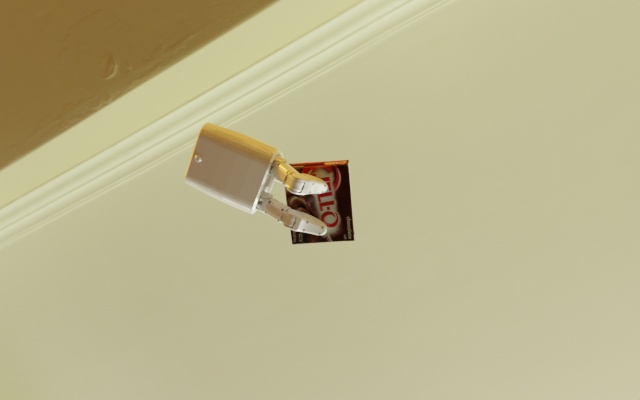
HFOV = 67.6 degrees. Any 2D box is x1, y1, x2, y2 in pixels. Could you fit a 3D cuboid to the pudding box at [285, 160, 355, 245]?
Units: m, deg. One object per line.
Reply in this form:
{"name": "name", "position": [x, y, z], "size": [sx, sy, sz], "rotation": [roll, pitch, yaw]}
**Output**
{"name": "pudding box", "position": [0.000, 0.002, 0.670], "size": [0.090, 0.113, 0.039], "rotation": [-4, 17, 8]}
